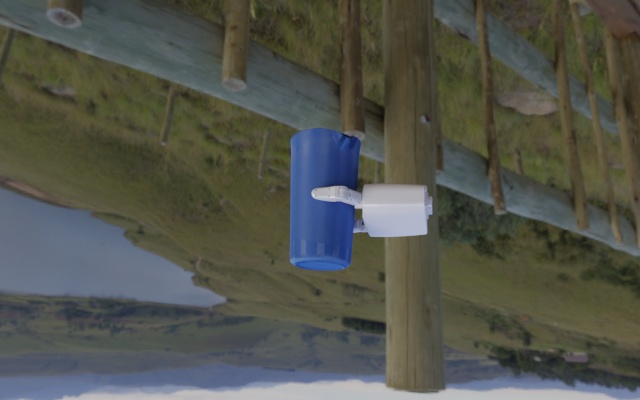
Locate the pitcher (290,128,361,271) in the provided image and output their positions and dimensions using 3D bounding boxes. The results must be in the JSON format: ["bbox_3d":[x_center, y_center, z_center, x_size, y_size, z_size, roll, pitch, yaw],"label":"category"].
[{"bbox_3d":[0.000,0.003,0.881,0.145,0.242,0.149,-2,-18,15],"label":"pitcher"}]
